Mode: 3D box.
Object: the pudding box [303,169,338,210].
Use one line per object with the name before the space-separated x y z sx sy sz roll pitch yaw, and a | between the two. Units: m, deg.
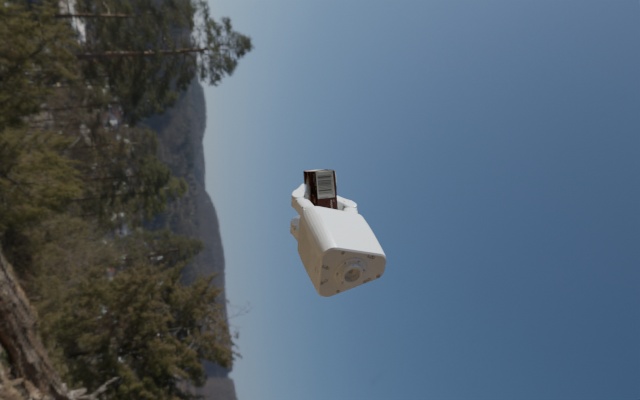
pudding box | 0.000 0.003 0.828 0.039 0.113 0.090 -4 4 -15
